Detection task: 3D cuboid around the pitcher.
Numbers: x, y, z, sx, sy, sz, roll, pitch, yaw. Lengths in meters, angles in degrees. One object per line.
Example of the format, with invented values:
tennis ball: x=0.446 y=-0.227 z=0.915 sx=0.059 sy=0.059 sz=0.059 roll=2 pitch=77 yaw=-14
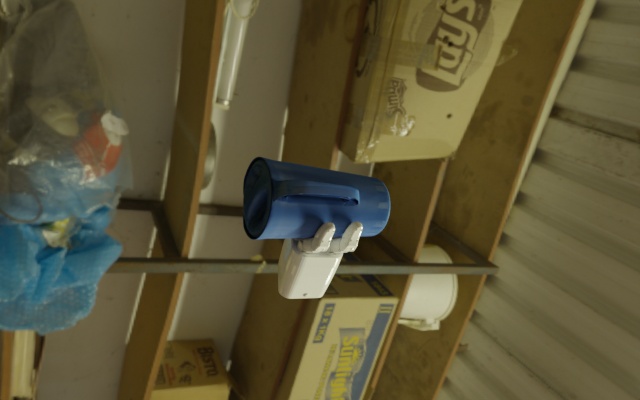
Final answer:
pitcher: x=0.000 y=0.003 z=0.808 sx=0.243 sy=0.145 sz=0.149 roll=4 pitch=31 yaw=-29
